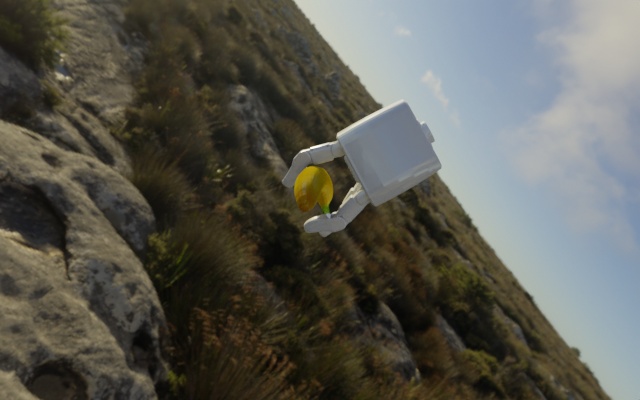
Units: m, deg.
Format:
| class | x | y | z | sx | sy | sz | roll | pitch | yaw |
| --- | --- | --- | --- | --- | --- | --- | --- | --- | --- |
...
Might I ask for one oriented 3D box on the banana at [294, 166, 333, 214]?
| class | x | y | z | sx | sy | sz | roll | pitch | yaw |
| --- | --- | --- | --- | --- | --- | --- | --- | --- | --- |
| banana | -0.005 | -0.015 | 0.660 | 0.037 | 0.069 | 0.198 | -19 | -7 | 9 |
